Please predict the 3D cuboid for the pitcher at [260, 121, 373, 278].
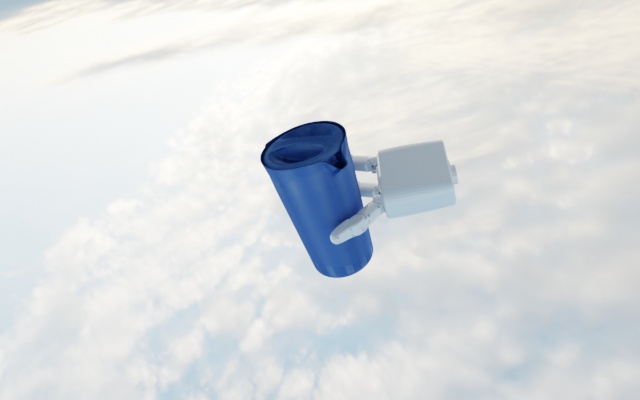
[{"bbox_3d":[0.000,0.003,0.769,0.145,0.243,0.149,-13,35,11],"label":"pitcher"}]
